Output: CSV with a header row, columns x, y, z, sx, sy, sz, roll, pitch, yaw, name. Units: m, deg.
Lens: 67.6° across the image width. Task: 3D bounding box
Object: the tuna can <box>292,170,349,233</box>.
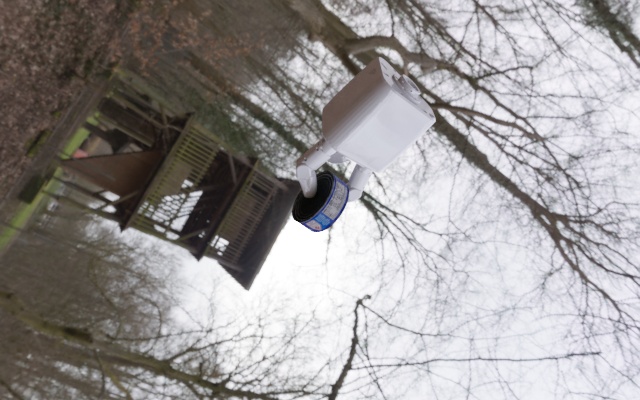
x,y,z,sx,sy,sz,roll,pitch,yaw,name
0.000,0.003,0.674,0.034,0.086,0.086,36,-18,-27,tuna can
